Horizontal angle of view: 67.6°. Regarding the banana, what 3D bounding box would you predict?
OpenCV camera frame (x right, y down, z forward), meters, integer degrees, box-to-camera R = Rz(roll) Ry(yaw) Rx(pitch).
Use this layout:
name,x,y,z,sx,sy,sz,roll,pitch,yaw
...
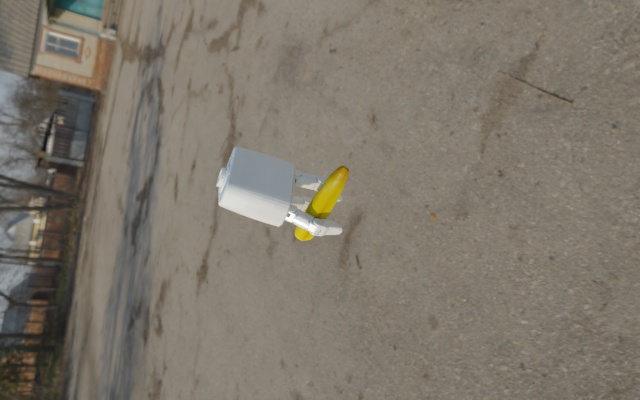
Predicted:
name,x,y,z,sx,sy,sz,roll,pitch,yaw
banana,-0.006,0.018,0.811,0.037,0.069,0.198,26,-40,-6
